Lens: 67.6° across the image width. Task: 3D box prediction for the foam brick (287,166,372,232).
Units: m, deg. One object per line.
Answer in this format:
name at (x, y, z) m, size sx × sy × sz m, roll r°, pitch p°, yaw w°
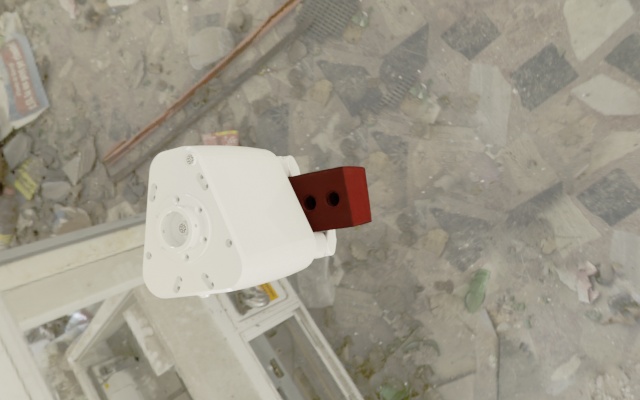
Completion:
foam brick at (0.000, 0.001, 0.432) m, size 0.078 × 0.053 × 0.051 m, roll -11°, pitch -2°, yaw 24°
